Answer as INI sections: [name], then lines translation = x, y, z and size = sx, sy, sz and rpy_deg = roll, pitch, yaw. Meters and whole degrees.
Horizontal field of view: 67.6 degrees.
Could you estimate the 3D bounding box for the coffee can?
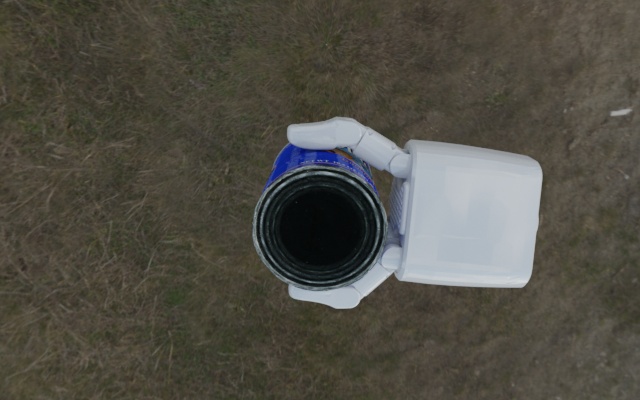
[coffee can]
translation = 0.000, 0.001, 0.423
size = 0.103, 0.103, 0.140
rpy_deg = 0, 18, 1
